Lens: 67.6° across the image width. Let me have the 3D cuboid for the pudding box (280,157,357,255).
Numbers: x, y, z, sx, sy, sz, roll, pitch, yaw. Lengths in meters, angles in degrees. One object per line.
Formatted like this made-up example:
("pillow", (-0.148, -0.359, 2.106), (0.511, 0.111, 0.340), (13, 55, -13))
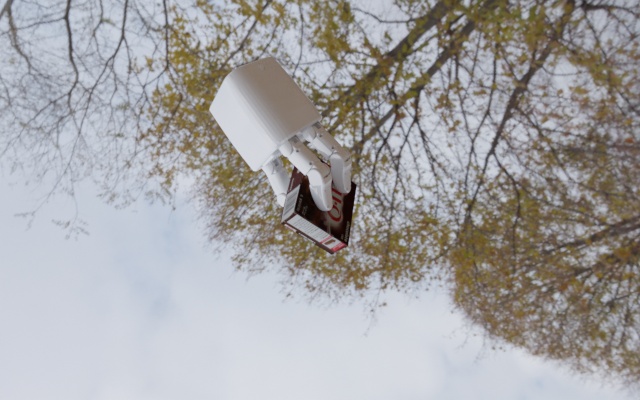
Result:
("pudding box", (0.000, 0.002, 0.634), (0.090, 0.113, 0.039), (33, -43, -23))
